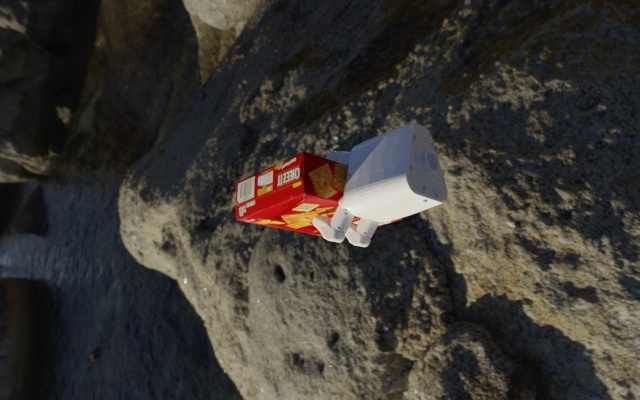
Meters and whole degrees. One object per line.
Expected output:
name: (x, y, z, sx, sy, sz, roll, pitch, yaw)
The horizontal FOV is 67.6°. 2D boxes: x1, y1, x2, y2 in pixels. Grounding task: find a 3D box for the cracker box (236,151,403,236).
cracker box: (0.000, 0.002, 0.749, 0.214, 0.072, 0.164, 15, -24, -42)
